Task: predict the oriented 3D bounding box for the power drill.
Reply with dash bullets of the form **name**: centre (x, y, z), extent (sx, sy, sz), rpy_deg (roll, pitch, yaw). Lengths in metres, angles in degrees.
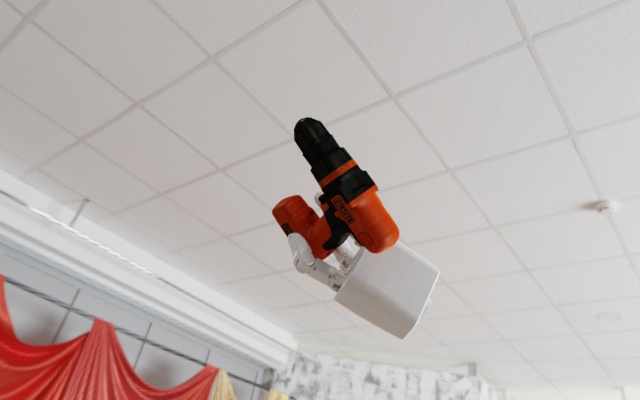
- **power drill**: centre (0.000, 0.002, 0.623), extent (0.057, 0.184, 0.188), rpy_deg (-32, -3, -30)
